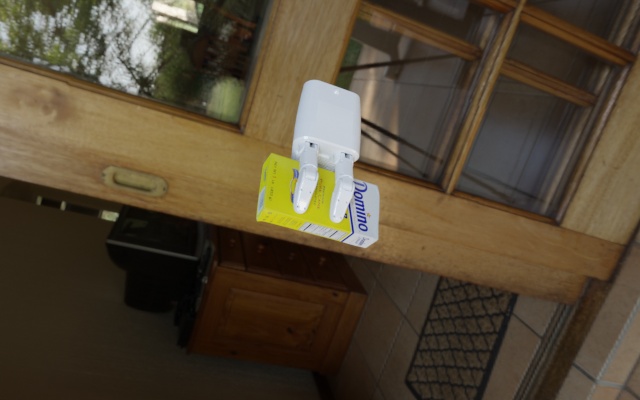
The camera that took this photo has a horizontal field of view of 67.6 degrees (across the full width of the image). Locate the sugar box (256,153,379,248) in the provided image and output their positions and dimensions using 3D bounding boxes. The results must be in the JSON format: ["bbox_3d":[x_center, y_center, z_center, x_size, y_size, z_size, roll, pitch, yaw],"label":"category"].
[{"bbox_3d":[0.000,0.002,0.688,0.176,0.093,0.048,14,-29,-18],"label":"sugar box"}]
